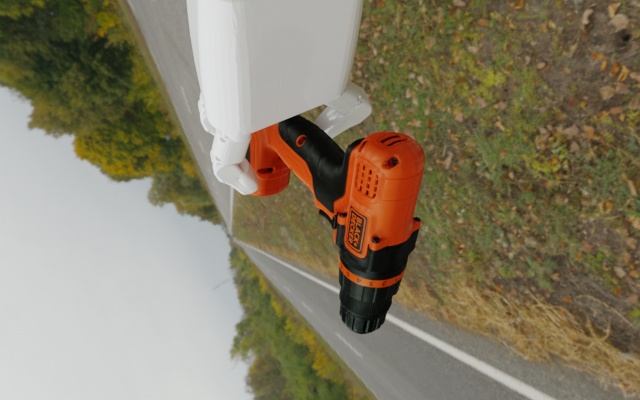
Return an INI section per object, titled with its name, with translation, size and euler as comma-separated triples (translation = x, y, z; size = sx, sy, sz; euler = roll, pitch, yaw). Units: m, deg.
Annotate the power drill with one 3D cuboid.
[power drill]
translation = 0.000, 0.001, 0.404
size = 0.057, 0.185, 0.187
euler = -22, 44, -35
